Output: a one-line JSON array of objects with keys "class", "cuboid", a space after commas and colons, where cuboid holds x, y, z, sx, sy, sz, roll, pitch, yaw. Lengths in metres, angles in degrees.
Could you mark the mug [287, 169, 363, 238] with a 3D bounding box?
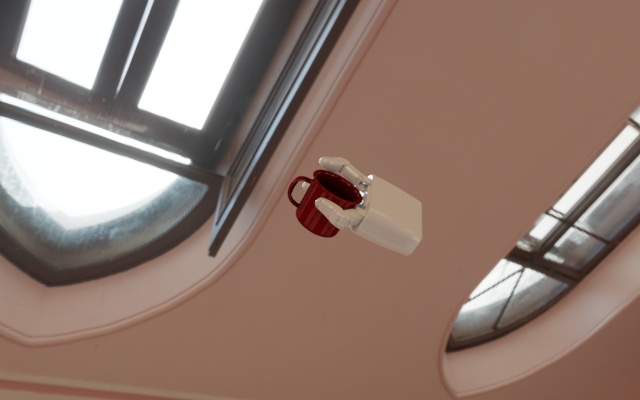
[{"class": "mug", "cuboid": [-0.001, 0.002, 0.794, 0.117, 0.081, 0.093, 26, 24, -12]}]
